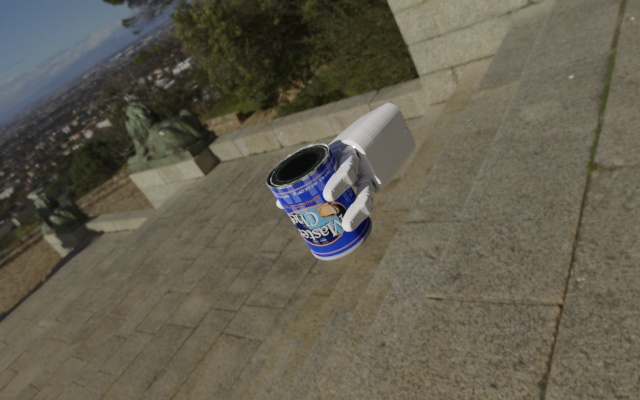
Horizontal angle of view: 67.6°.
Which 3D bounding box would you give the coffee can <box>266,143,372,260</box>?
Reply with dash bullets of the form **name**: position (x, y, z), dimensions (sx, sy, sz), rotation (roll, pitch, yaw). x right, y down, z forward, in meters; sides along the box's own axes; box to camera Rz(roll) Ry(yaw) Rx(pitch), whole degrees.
- **coffee can**: position (0.000, 0.003, 0.697), dimensions (0.103, 0.140, 0.102), rotation (-24, 28, 14)
